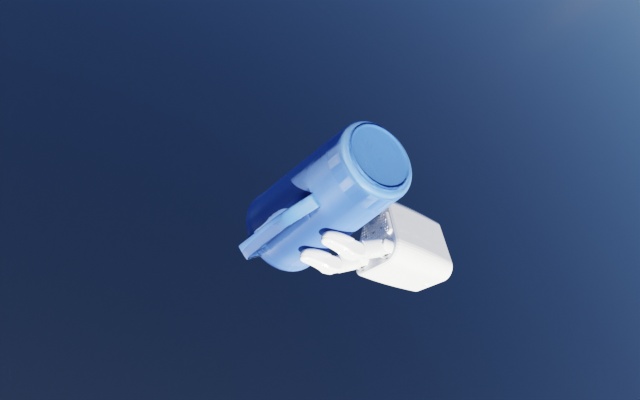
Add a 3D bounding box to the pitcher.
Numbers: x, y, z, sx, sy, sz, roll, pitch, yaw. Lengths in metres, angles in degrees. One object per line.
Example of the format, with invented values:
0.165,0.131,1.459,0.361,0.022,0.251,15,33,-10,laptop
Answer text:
0.000,0.002,0.644,0.145,0.149,0.243,23,-36,-24,pitcher
